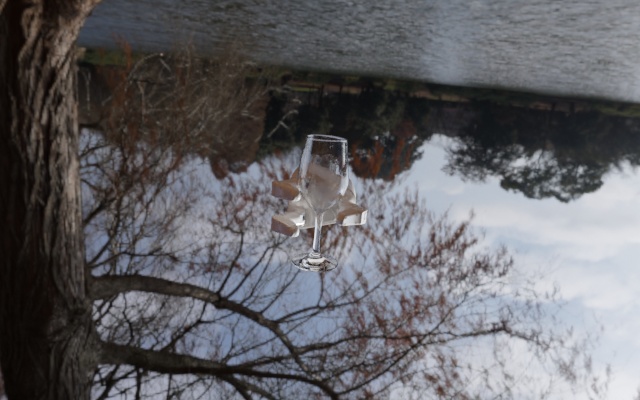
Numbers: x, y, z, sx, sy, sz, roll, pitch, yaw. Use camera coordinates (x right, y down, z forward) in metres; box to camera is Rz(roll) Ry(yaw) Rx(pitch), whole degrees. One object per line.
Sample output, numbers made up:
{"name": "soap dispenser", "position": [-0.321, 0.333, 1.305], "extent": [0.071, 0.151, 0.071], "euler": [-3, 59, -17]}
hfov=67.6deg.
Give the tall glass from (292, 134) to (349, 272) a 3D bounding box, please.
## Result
{"name": "tall glass", "position": [0.000, 0.003, 0.731], "extent": [0.079, 0.201, 0.079], "euler": [5, 15, -1]}
